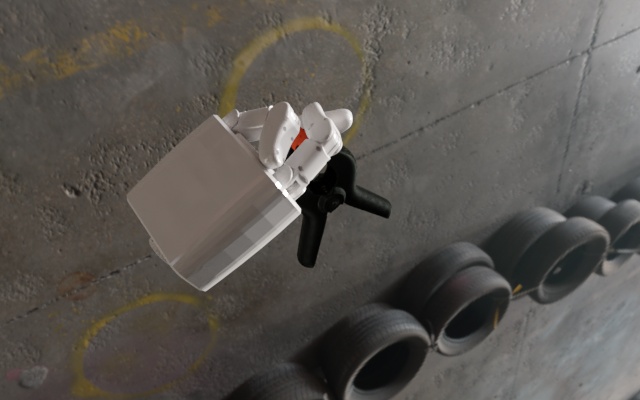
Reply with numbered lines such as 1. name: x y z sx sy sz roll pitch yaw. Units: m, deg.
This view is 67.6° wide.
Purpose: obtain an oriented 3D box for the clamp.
1. clamp: 0.000 0.002 0.486 0.039 0.120 0.172 44 -5 45
